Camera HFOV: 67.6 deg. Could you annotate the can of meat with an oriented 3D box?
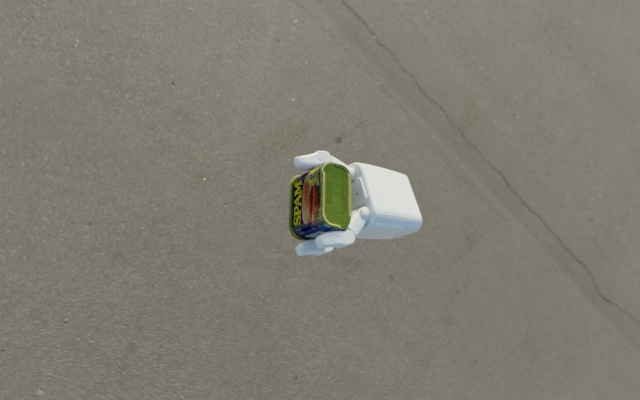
[{"bbox_3d":[0.000,0.002,0.696,0.057,0.102,0.084,13,-21,-33],"label":"can of meat"}]
